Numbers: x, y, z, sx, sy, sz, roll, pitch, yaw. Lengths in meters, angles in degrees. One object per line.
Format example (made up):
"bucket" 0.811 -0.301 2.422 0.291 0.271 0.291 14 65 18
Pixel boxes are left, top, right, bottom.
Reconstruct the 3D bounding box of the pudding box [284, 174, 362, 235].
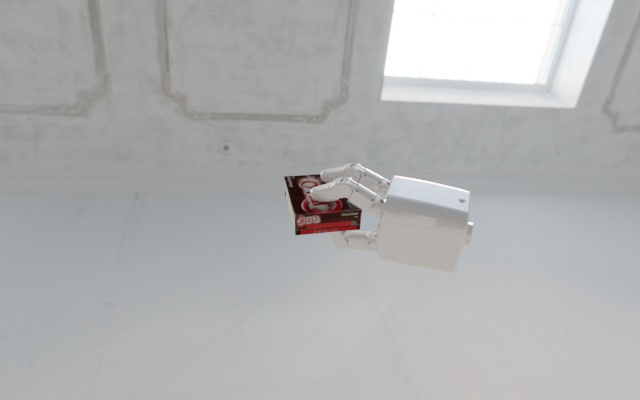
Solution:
"pudding box" 0.000 0.002 0.665 0.090 0.039 0.113 -4 28 -11
